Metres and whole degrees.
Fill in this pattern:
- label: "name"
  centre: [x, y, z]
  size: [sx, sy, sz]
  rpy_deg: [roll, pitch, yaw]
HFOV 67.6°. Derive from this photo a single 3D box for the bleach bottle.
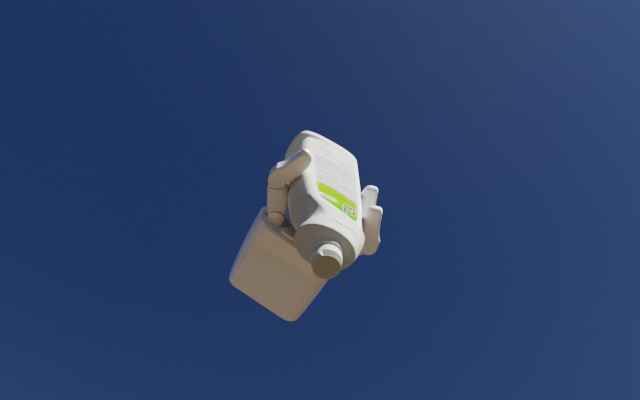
- label: "bleach bottle"
  centre: [0.000, 0.002, 0.565]
  size: [0.102, 0.068, 0.250]
  rpy_deg: [26, 25, -12]
